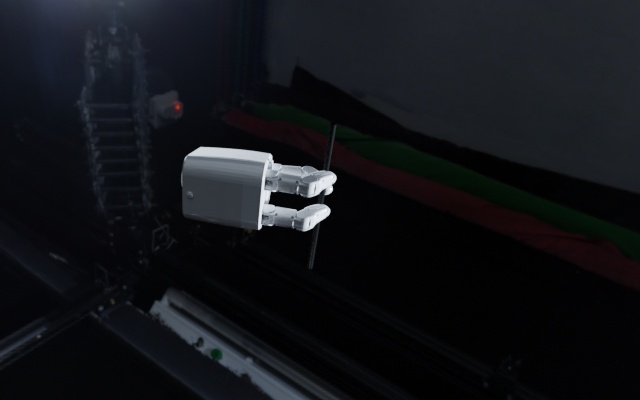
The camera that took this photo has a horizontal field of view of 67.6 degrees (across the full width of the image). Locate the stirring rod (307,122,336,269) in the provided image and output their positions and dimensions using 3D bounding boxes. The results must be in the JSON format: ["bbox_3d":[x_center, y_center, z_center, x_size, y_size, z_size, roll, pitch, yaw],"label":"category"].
[{"bbox_3d":[0.000,0.002,0.681,0.011,0.240,0.011,7,31,-4],"label":"stirring rod"}]
